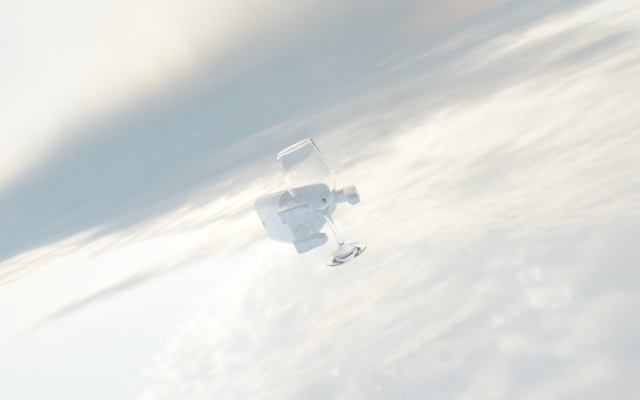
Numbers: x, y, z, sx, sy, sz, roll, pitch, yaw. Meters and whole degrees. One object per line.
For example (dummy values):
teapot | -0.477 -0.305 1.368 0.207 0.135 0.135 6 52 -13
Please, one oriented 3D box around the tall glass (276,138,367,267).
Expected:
tall glass | 0.001 0.003 0.770 0.079 0.201 0.079 -24 14 7
